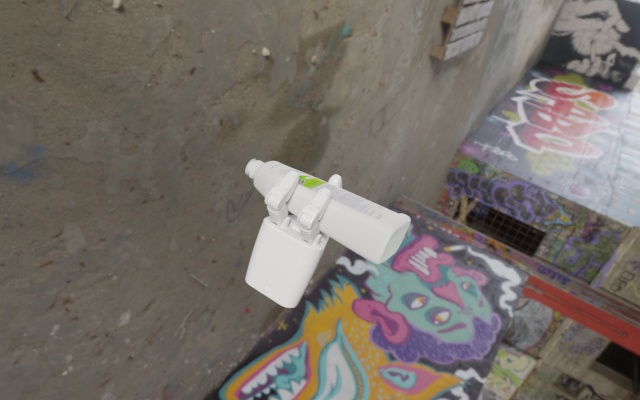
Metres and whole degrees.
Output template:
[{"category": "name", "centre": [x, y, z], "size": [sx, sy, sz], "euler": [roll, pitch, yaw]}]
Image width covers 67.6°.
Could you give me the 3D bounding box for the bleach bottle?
[{"category": "bleach bottle", "centre": [0.000, 0.002, 0.705], "size": [0.251, 0.068, 0.102], "euler": [28, 19, 20]}]
